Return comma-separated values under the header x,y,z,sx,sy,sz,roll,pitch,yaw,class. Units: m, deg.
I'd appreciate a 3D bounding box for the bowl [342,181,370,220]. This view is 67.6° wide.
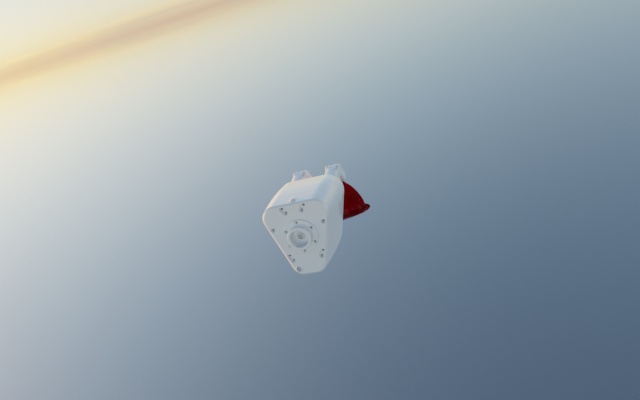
x,y,z,sx,sy,sz,roll,pitch,yaw,class
0.000,0.002,0.813,0.162,0.055,0.162,-13,6,1,bowl
